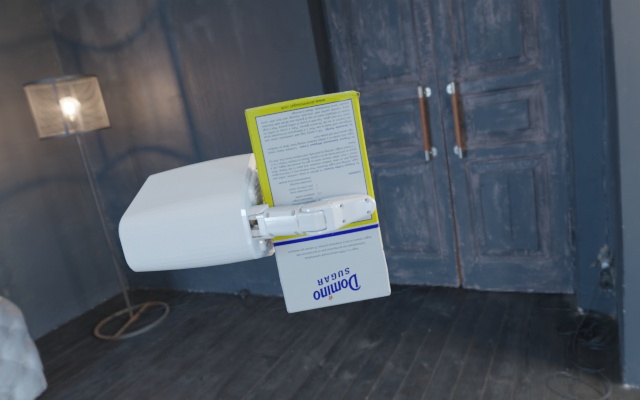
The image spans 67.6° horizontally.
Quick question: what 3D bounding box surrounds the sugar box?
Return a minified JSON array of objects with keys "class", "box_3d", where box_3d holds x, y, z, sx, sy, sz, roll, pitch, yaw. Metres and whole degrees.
[{"class":"sugar box","box_3d":[0.000,0.001,0.411,0.093,0.176,0.048,-10,13,1]}]
